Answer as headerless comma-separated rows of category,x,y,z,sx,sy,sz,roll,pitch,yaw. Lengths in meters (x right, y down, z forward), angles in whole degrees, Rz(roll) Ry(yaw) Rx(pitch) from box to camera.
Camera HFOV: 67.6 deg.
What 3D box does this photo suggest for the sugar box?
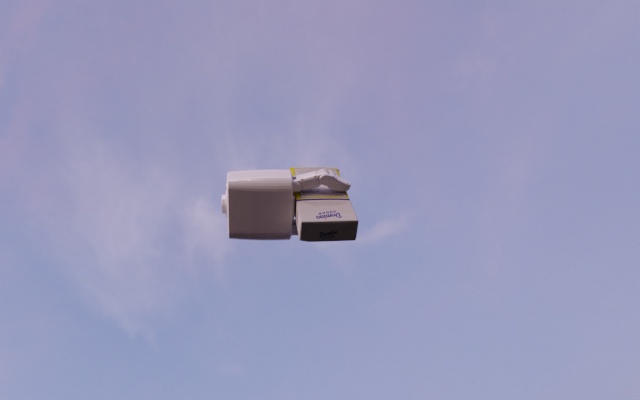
sugar box,0.000,0.003,0.811,0.093,0.048,0.176,0,34,-9
